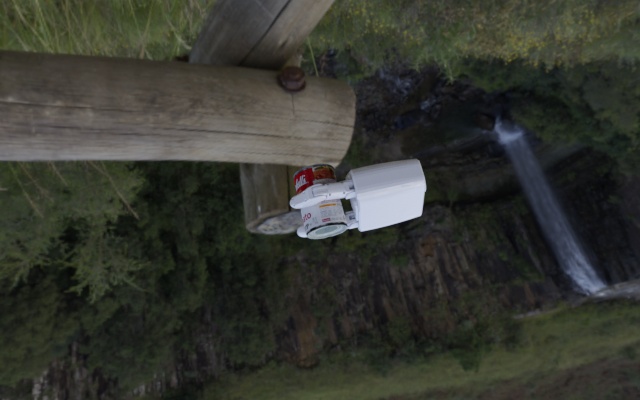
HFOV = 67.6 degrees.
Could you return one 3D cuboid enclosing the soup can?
[{"bbox_3d":[0.000,0.003,0.755,0.068,0.102,0.068,-12,-19,-4],"label":"soup can"}]
